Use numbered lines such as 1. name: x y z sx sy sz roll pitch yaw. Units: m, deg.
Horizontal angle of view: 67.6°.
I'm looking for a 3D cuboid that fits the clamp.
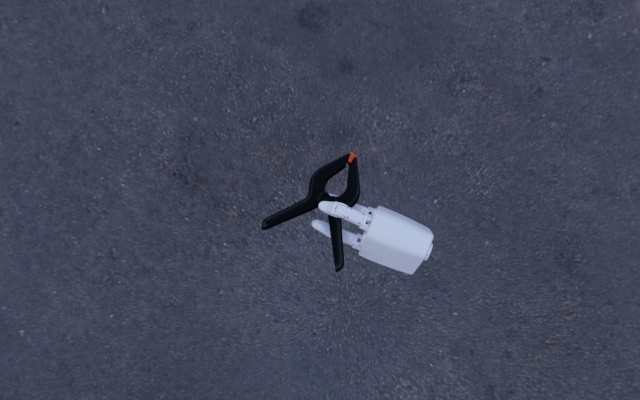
1. clamp: 0.001 0.002 0.864 0.164 0.210 0.036 22 -10 5
